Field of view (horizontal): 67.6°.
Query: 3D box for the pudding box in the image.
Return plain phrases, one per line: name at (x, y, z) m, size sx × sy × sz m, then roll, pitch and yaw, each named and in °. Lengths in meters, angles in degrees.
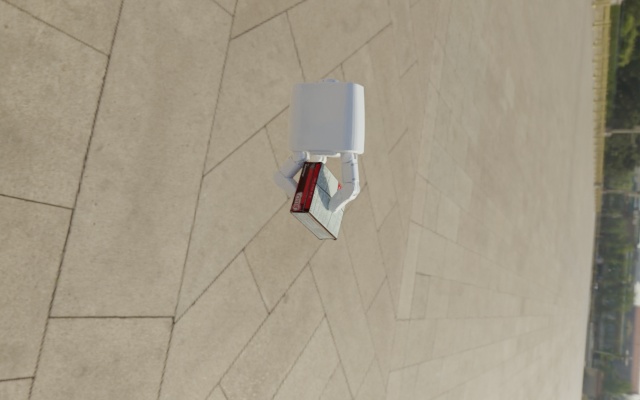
pudding box at (0.000, 0.002, 0.767) m, size 0.039 × 0.090 × 0.113 m, roll 2°, pitch -26°, yaw 31°
